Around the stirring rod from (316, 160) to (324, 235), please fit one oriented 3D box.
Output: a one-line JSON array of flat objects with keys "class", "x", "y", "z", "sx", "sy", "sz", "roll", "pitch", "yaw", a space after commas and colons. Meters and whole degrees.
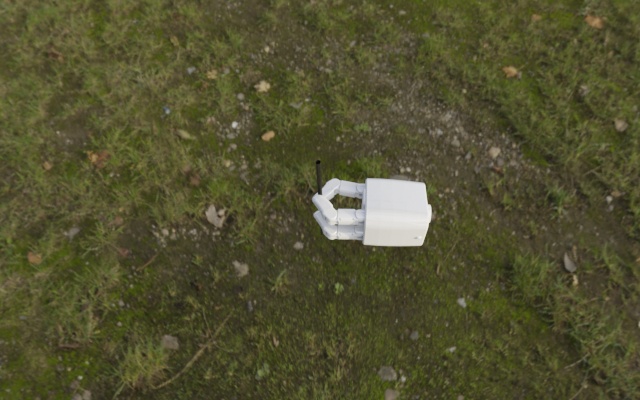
[{"class": "stirring rod", "x": 0.000, "y": 0.003, "z": 0.848, "sx": 0.011, "sy": 0.011, "sz": 0.240, "roll": 0, "pitch": -31, "yaw": 2}]
